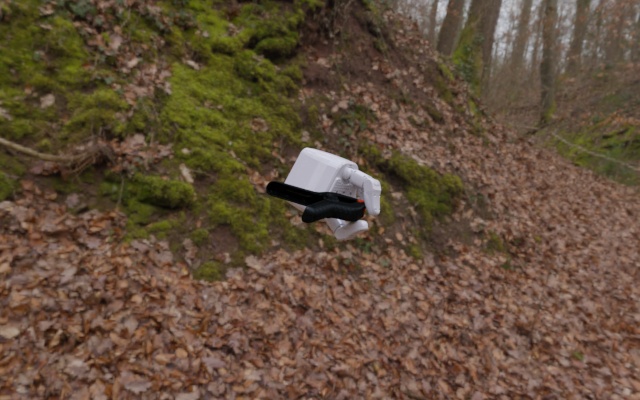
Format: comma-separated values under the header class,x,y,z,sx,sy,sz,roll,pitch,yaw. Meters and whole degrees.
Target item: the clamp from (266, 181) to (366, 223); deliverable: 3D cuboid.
class,x,y,z,sx,sy,sz,roll,pitch,yaw
clamp,0.001,0.002,0.755,0.171,0.039,0.120,6,25,-48
